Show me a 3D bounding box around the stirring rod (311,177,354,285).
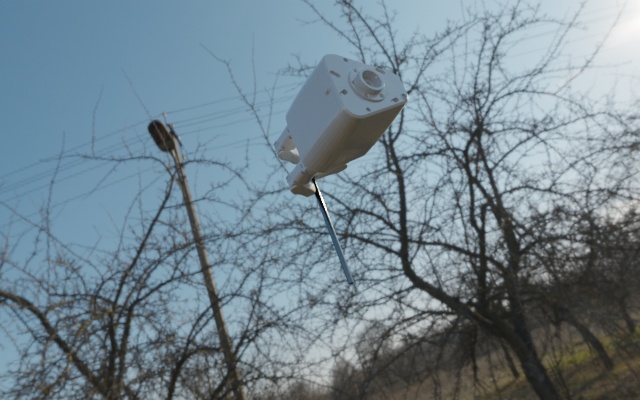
[{"bbox_3d":[0.000,0.002,0.656,0.011,0.239,0.011,-18,-22,-8],"label":"stirring rod"}]
